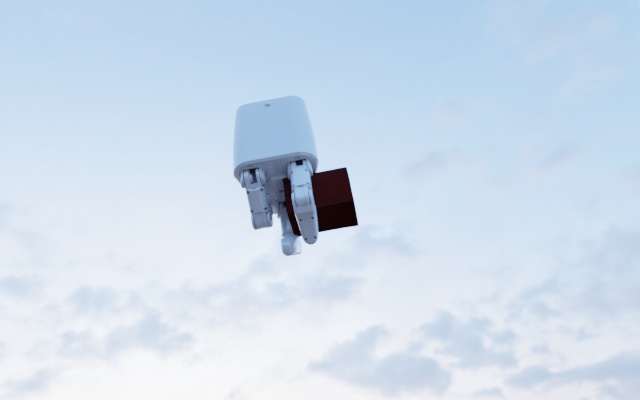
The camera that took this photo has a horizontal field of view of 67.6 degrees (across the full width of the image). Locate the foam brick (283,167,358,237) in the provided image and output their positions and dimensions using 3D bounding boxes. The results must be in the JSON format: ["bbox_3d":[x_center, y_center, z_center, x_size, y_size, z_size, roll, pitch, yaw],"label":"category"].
[{"bbox_3d":[0.000,0.002,0.555,0.078,0.051,0.053,-10,-38,2],"label":"foam brick"}]
